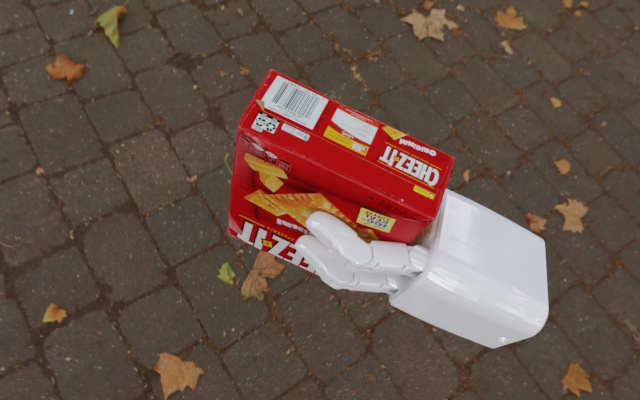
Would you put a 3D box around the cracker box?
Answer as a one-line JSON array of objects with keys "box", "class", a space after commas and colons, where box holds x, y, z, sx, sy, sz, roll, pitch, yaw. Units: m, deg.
[{"box": [0.000, 0.001, 0.450, 0.164, 0.072, 0.214, 26, -29, 0], "class": "cracker box"}]
